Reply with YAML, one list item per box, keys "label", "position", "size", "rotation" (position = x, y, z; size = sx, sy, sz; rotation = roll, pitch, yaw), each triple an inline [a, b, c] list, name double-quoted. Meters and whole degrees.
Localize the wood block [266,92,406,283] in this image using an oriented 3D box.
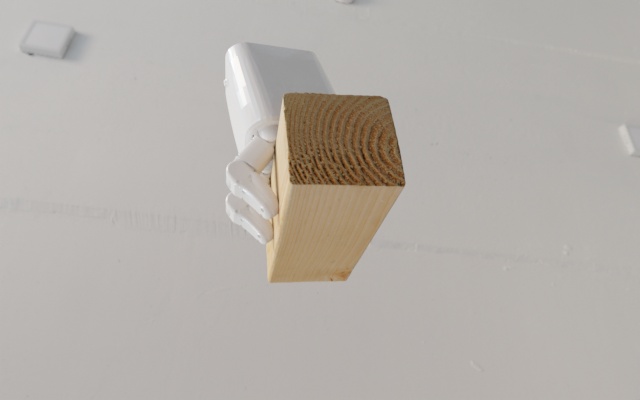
- label: "wood block"
  position: [0.000, 0.001, 0.457]
  size: [0.091, 0.090, 0.206]
  rotation: [0, -29, -11]
